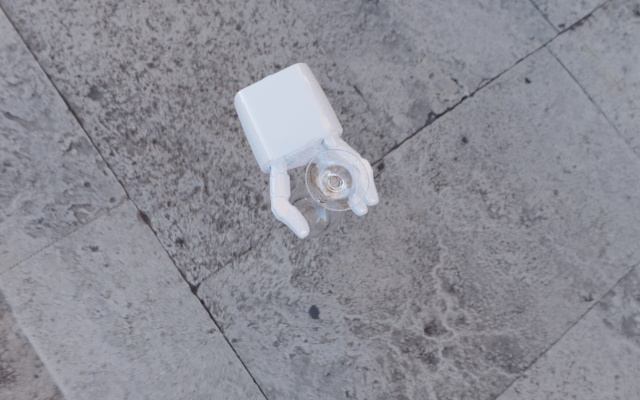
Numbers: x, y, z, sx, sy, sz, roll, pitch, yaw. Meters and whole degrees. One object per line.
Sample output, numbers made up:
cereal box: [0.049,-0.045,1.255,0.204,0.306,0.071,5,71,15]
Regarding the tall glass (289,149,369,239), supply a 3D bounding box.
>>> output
tall glass: [0.000,0.002,0.635,0.079,0.079,0.201,0,-16,-12]
